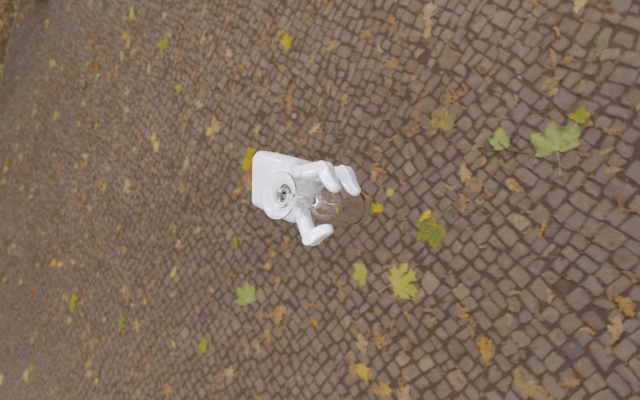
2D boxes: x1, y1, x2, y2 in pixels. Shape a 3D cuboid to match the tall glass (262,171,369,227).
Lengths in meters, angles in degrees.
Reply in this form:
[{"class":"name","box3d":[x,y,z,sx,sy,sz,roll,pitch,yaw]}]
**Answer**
[{"class":"tall glass","box3d":[0.000,0.003,0.799,0.079,0.079,0.201,0,-6,41]}]
